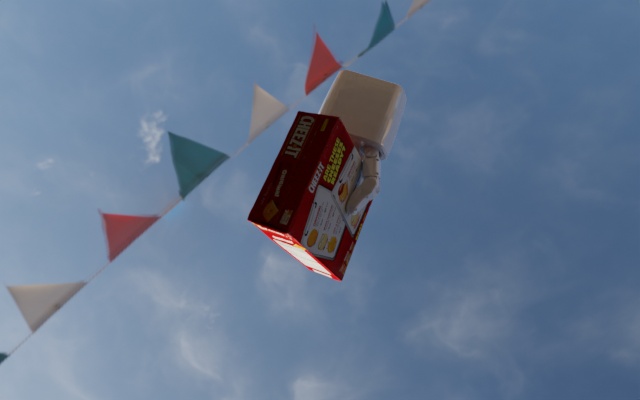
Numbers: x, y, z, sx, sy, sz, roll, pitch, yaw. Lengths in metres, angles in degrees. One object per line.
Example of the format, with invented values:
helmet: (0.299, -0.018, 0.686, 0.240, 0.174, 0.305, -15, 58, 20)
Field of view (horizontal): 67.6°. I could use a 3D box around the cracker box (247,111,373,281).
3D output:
cracker box: (0.000, 0.002, 0.673, 0.072, 0.164, 0.214, 15, -18, 27)
